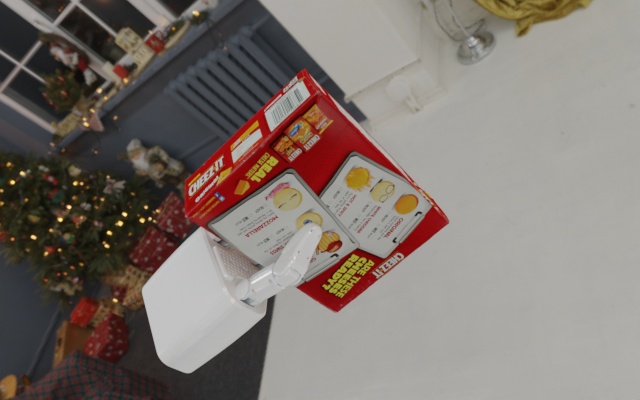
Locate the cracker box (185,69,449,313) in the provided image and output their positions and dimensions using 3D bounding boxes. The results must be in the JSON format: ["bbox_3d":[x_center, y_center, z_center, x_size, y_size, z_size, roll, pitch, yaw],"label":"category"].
[{"bbox_3d":[0.000,0.002,0.480,0.214,0.164,0.072,39,17,-34],"label":"cracker box"}]
